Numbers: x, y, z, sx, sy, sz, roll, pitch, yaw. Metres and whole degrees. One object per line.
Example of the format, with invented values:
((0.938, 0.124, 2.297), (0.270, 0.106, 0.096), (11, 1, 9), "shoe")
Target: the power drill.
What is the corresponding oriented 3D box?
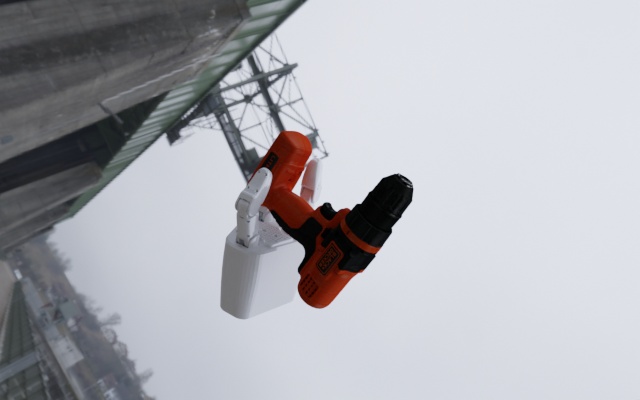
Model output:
((0.000, 0.002, 0.555), (0.057, 0.184, 0.187), (11, 33, -50), "power drill")
